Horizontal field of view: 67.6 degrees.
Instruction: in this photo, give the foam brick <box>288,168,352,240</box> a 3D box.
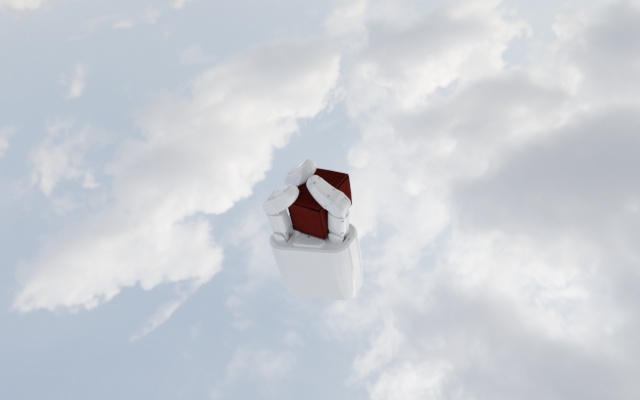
[{"bbox_3d":[0.000,0.002,0.627,0.053,0.051,0.078,15,46,30],"label":"foam brick"}]
